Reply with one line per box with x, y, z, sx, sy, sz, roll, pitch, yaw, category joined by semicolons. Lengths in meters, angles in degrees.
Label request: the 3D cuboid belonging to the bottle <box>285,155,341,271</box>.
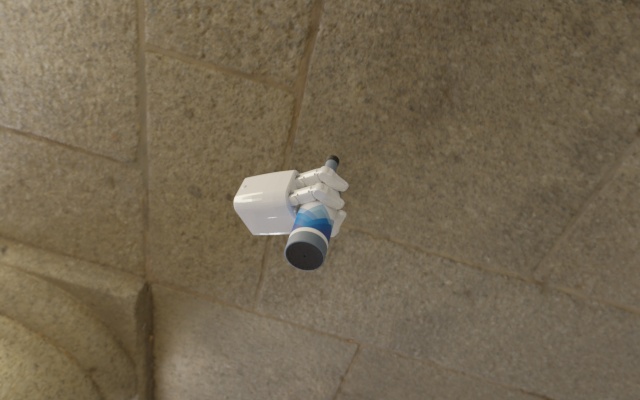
0.000;0.003;0.881;0.069;0.069;0.295;0;36;13;bottle
